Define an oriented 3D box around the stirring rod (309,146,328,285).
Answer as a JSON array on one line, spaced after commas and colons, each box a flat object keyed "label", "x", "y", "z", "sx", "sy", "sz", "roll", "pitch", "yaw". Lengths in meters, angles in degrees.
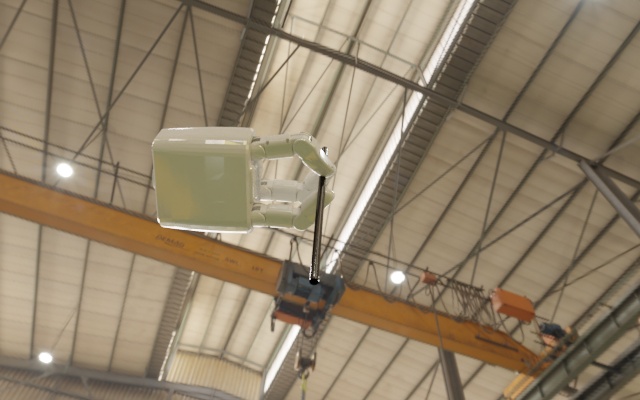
[{"label": "stirring rod", "x": 0.000, "y": 0.002, "z": 0.495, "sx": 0.011, "sy": 0.011, "sz": 0.239, "roll": 0, "pitch": 33, "yaw": 3}]
